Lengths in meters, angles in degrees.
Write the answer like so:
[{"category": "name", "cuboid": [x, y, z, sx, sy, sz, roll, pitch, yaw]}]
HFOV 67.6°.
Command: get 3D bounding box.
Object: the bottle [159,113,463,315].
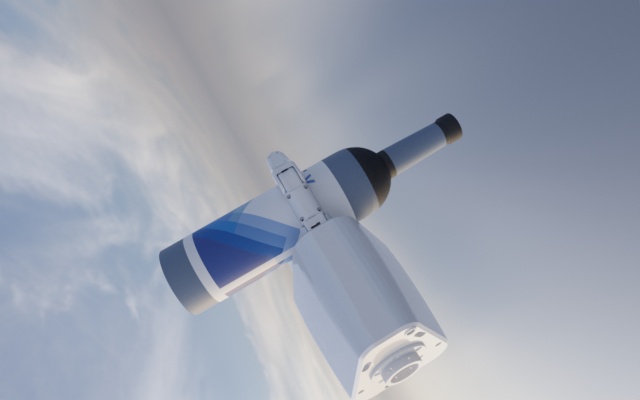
[{"category": "bottle", "cuboid": [0.000, 0.002, 0.442, 0.295, 0.069, 0.069, -30, 3, -5]}]
